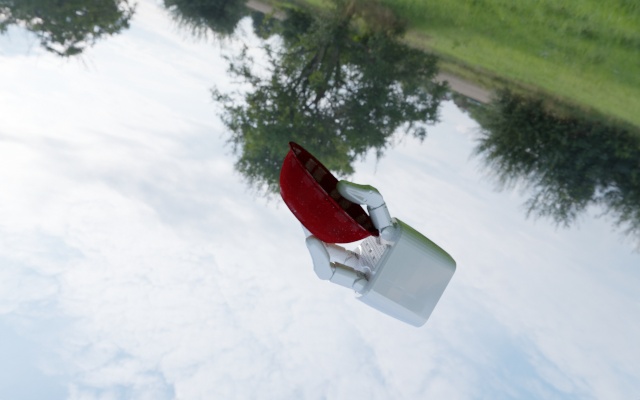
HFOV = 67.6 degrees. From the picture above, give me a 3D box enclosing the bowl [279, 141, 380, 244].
[{"bbox_3d":[-0.001,0.001,0.599,0.055,0.162,0.162,-43,-9,10],"label":"bowl"}]
